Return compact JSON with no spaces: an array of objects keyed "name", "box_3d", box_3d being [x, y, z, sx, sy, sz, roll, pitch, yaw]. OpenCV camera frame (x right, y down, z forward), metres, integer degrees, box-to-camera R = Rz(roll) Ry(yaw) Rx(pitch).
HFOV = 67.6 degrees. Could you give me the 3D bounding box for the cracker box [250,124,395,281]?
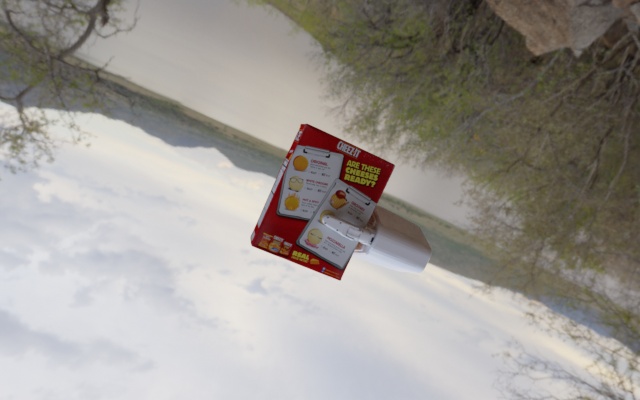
[{"name":"cracker box","box_3d":[0.000,0.003,0.792,0.164,0.214,0.072,23,5,-15]}]
